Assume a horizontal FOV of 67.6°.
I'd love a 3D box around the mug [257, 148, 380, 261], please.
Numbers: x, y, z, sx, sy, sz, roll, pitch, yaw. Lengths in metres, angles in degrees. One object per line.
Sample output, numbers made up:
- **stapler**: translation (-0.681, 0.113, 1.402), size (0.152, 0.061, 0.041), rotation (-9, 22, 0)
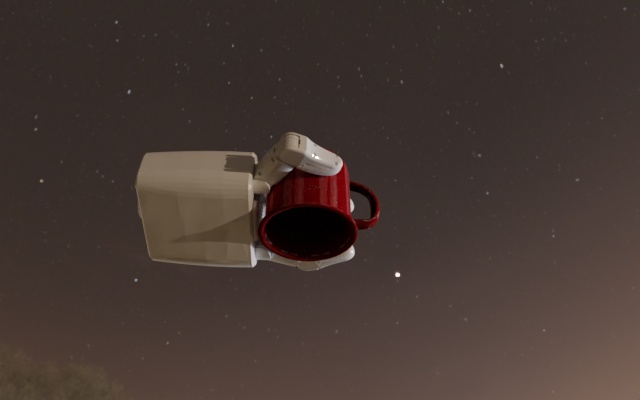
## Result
- **mug**: translation (0.002, 0.001, 0.470), size (0.117, 0.081, 0.093), rotation (2, -40, -3)
